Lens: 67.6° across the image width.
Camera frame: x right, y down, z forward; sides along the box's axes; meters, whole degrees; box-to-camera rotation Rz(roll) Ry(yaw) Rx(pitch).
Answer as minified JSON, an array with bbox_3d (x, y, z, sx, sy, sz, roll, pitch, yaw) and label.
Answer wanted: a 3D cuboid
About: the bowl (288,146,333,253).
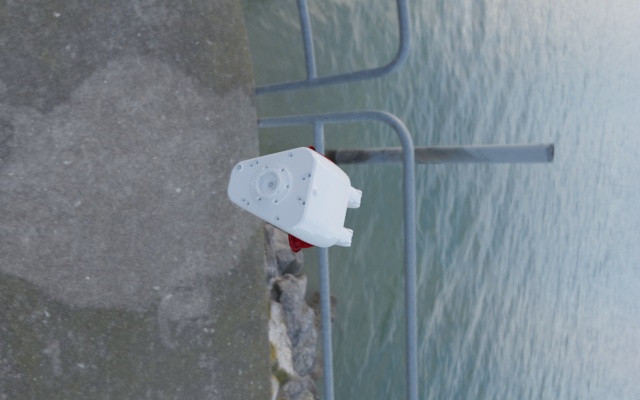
[{"bbox_3d":[0.001,0.002,0.711,0.055,0.162,0.162,9,2,11],"label":"bowl"}]
